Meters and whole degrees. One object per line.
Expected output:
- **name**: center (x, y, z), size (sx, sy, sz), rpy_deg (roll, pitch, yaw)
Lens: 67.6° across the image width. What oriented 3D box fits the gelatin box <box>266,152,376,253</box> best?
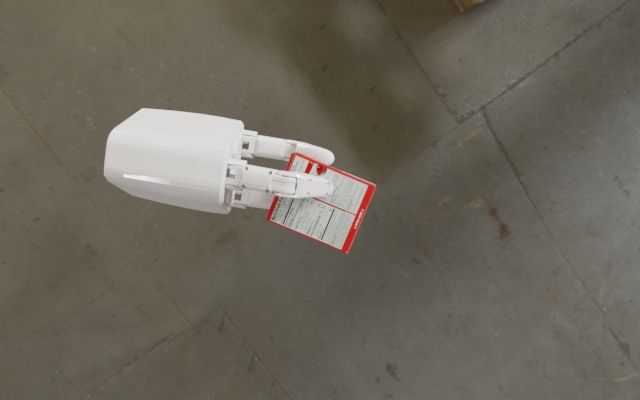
- **gelatin box**: center (0.000, 0.002, 0.474), size (0.089, 0.073, 0.030), rpy_deg (22, 3, -2)
